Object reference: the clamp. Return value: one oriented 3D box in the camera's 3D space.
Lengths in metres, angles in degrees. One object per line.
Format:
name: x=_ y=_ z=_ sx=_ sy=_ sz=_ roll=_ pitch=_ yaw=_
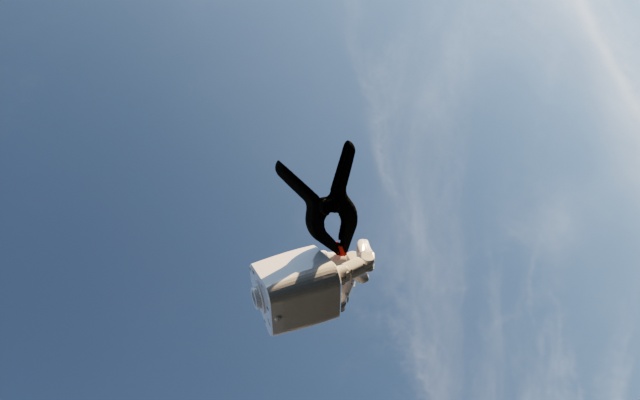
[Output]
clamp: x=0.000 y=0.002 z=0.709 sx=0.120 sy=0.171 sz=0.039 roll=-7 pitch=9 yaw=-4
